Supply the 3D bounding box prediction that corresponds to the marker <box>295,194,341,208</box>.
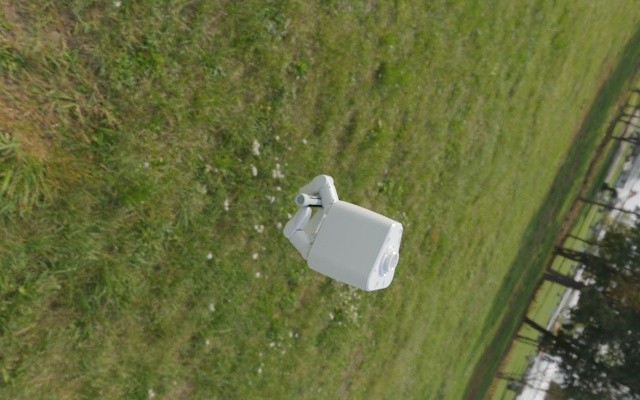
[{"bbox_3d":[0.000,0.002,0.765,0.020,0.020,0.121,0,-4,31],"label":"marker"}]
